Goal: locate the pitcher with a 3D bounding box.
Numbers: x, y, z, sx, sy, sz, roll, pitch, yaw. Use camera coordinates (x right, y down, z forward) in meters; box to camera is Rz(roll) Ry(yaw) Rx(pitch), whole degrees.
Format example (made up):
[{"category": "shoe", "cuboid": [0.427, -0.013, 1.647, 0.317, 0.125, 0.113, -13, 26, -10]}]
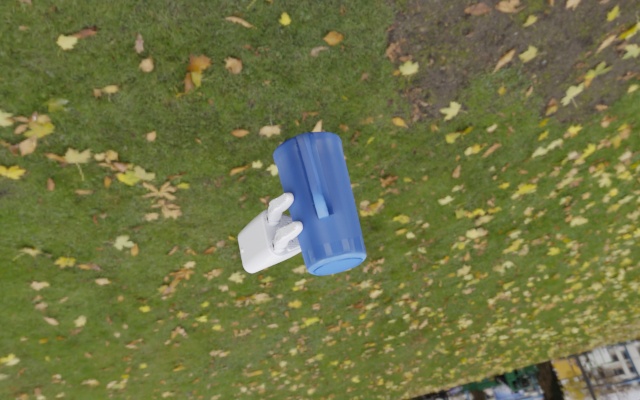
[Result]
[{"category": "pitcher", "cuboid": [0.000, 0.003, 0.863, 0.149, 0.242, 0.145, 5, -28, -42]}]
